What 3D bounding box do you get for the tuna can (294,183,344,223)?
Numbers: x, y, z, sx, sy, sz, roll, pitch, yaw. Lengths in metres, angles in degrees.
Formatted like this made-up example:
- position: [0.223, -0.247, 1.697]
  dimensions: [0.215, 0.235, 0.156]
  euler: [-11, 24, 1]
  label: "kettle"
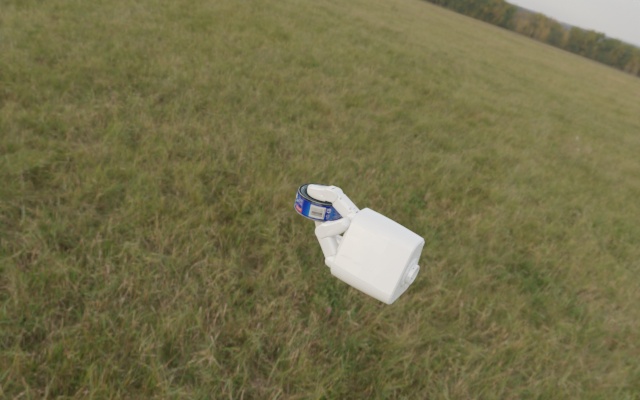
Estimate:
- position: [0.000, 0.002, 0.811]
  dimensions: [0.086, 0.034, 0.086]
  euler: [10, 24, -5]
  label: "tuna can"
